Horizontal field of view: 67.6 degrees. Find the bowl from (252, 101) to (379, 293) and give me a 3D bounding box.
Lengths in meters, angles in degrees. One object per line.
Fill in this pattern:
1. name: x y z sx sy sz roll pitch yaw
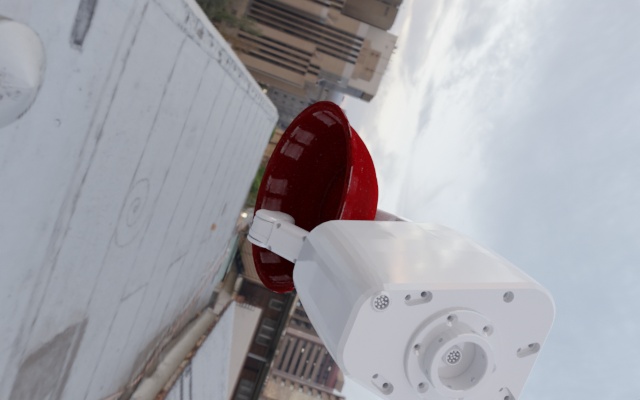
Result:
1. bowl: 0.000 0.001 0.407 0.055 0.162 0.162 16 -8 -29
